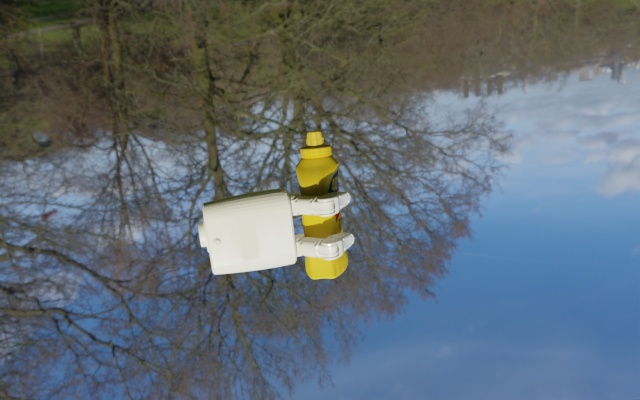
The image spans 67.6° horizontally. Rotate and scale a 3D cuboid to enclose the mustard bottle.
[{"bbox_3d":[0.000,0.002,0.648,0.058,0.192,0.096,-4,13,12],"label":"mustard bottle"}]
